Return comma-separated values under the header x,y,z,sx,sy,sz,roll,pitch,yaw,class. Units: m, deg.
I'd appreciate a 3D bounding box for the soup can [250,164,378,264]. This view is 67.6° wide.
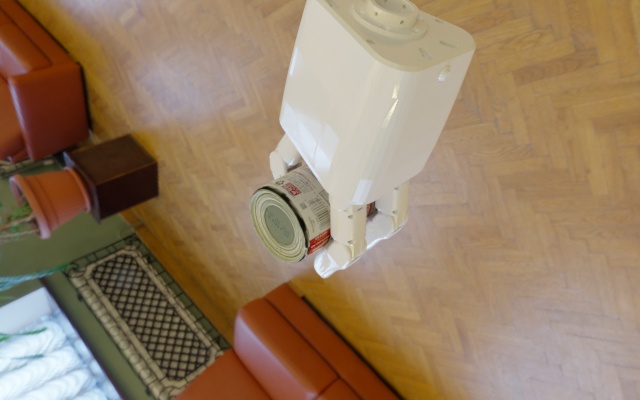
x,y,z,sx,sy,sz,roll,pitch,yaw,class
0.000,0.002,0.404,0.102,0.068,0.068,-30,19,-38,soup can
